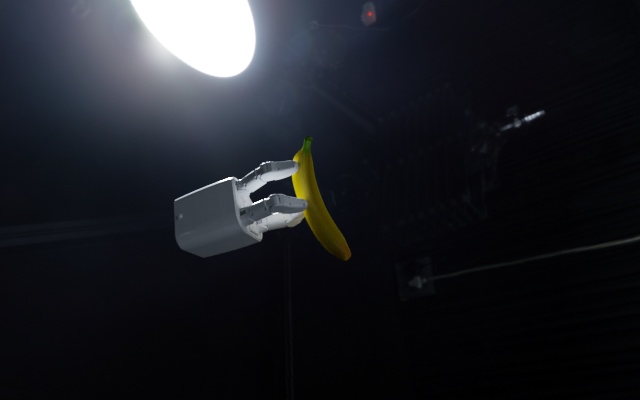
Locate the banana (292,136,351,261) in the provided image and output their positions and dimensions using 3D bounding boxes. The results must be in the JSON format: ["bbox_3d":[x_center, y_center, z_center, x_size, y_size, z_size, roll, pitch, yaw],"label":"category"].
[{"bbox_3d":[-0.007,0.005,0.735,0.037,0.197,0.070,-16,-12,-22],"label":"banana"}]
